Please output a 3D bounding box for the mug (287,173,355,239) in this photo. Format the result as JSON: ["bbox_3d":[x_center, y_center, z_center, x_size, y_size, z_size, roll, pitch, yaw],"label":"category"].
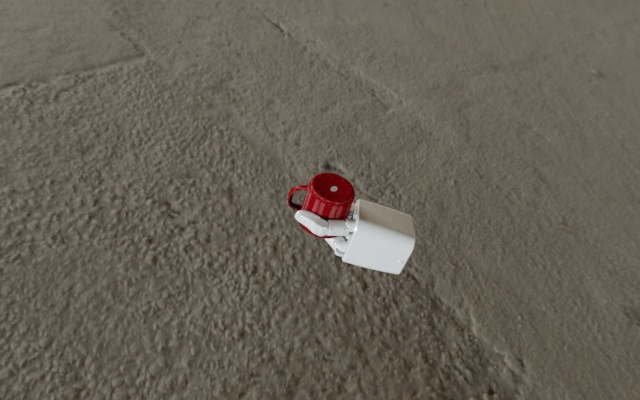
[{"bbox_3d":[-0.001,0.002,0.835,0.117,0.082,0.093,15,42,-4],"label":"mug"}]
